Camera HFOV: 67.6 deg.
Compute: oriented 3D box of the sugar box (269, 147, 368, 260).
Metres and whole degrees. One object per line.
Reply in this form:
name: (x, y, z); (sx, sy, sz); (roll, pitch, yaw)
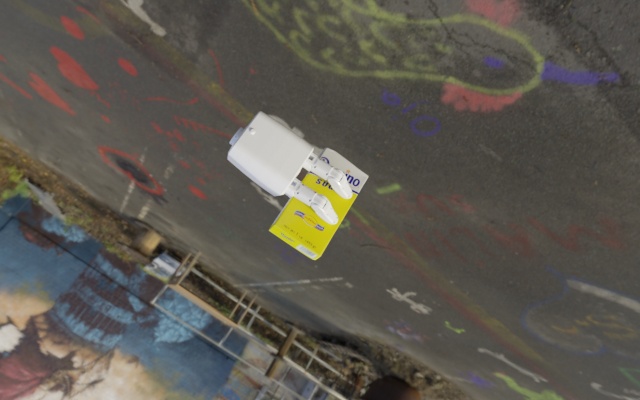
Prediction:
sugar box: (0.000, 0.002, 0.805); (0.093, 0.176, 0.048); (35, -23, -7)
